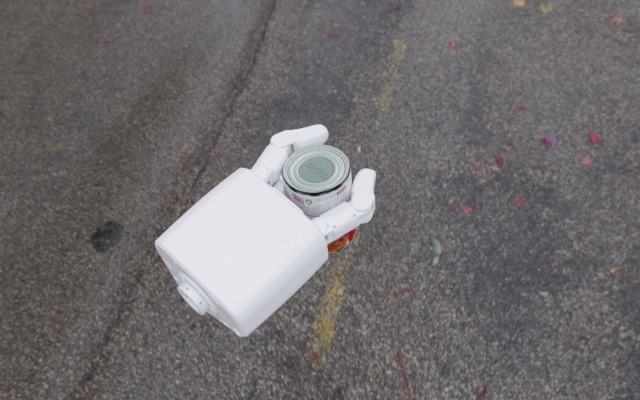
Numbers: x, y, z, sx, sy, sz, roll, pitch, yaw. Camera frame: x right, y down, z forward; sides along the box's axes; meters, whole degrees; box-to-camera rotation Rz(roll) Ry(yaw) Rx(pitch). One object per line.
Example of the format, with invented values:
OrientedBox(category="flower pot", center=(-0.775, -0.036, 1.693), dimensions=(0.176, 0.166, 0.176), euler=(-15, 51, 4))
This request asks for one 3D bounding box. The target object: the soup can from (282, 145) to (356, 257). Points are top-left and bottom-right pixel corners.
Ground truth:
OrientedBox(category="soup can", center=(0.000, 0.001, 0.492), dimensions=(0.068, 0.068, 0.102), euler=(0, -41, 7))
